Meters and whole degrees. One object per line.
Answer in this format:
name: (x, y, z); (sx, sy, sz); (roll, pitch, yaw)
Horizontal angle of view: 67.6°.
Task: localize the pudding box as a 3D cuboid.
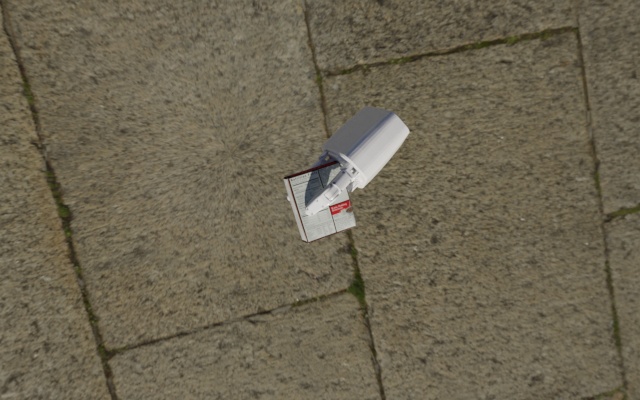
pudding box: (0.000, 0.002, 0.763); (0.090, 0.113, 0.039); (-18, 7, -13)
